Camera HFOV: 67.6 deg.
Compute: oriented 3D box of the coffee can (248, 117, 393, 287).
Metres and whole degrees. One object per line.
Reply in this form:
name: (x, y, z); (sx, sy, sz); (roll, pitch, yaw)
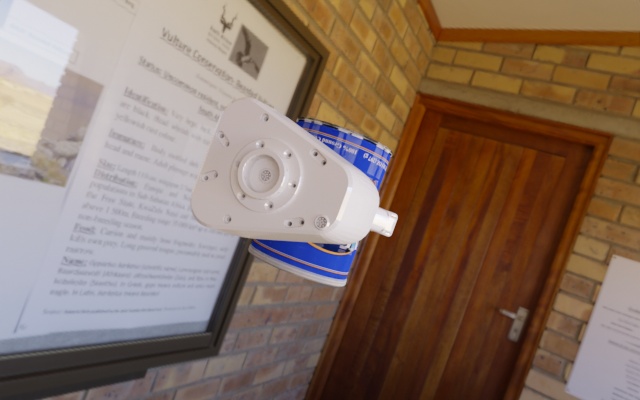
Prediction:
coffee can: (0.000, 0.002, 0.478); (0.103, 0.140, 0.103); (20, -1, 0)
